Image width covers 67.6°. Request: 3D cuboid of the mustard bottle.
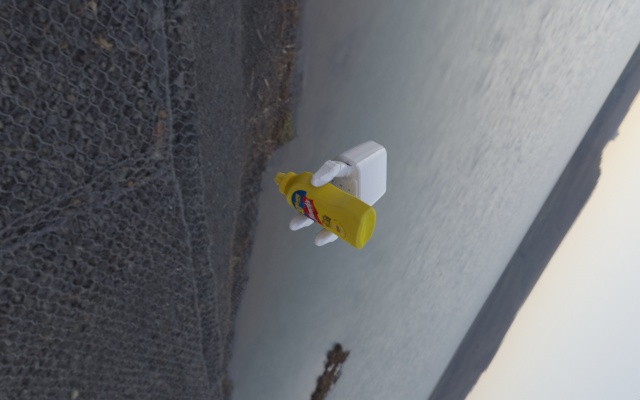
[{"bbox_3d":[0.000,0.003,0.805,0.191,0.058,0.096,31,-27,23],"label":"mustard bottle"}]
